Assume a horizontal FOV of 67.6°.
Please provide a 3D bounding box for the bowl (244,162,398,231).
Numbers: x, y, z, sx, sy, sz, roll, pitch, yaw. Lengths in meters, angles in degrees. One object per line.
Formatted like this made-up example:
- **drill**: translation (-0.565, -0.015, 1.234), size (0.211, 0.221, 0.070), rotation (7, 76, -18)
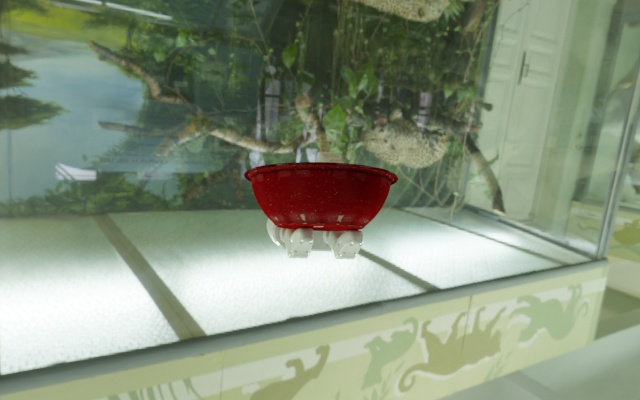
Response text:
- **bowl**: translation (0.000, 0.002, 0.501), size (0.162, 0.055, 0.162), rotation (1, -8, 0)
